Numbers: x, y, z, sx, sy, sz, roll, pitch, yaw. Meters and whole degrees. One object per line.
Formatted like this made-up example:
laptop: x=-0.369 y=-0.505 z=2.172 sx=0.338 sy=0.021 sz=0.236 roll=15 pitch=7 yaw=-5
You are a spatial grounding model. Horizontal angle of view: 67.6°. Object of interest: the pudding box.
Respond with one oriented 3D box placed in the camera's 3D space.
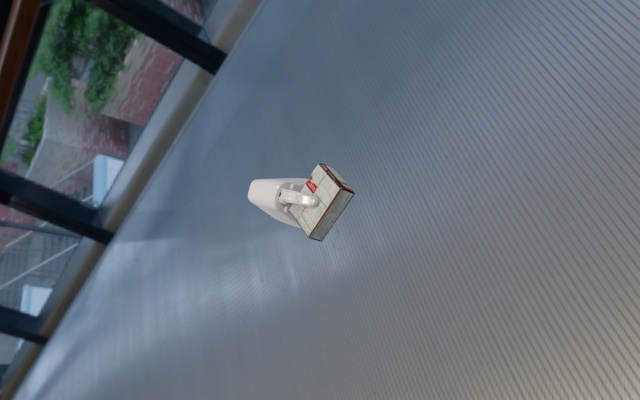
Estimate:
pudding box: x=0.000 y=0.003 z=0.857 sx=0.039 sy=0.113 sz=0.090 roll=16 pitch=25 yaw=-40
